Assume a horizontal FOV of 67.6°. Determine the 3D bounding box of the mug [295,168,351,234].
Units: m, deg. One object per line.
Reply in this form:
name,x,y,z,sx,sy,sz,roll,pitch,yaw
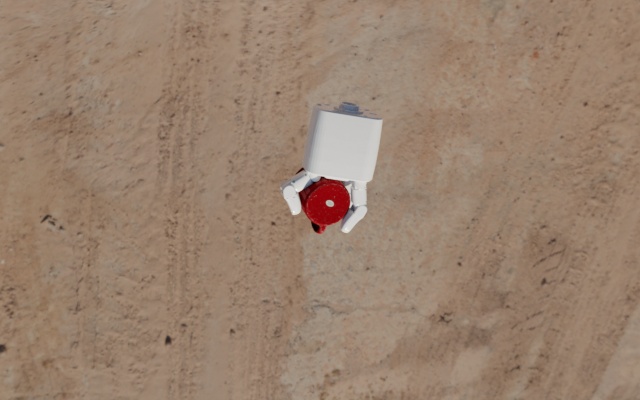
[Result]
mug,0.000,0.004,0.830,0.093,0.117,0.081,1,23,-19
